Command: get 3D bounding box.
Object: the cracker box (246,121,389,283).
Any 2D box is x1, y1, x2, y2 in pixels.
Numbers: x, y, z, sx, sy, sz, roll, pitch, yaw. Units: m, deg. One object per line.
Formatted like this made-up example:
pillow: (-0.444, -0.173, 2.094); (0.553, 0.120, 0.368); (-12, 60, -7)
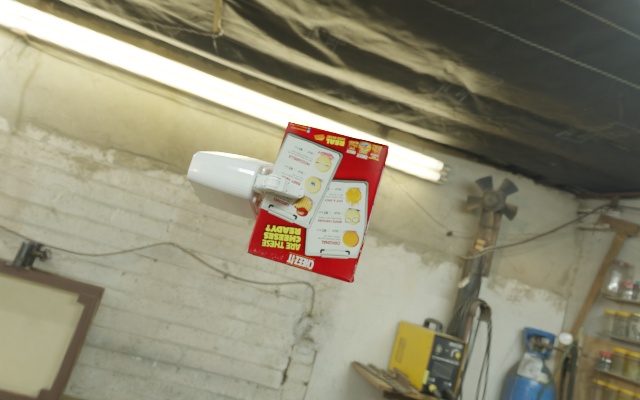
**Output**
cracker box: (0.000, 0.002, 0.737); (0.164, 0.213, 0.072); (15, -9, 10)
